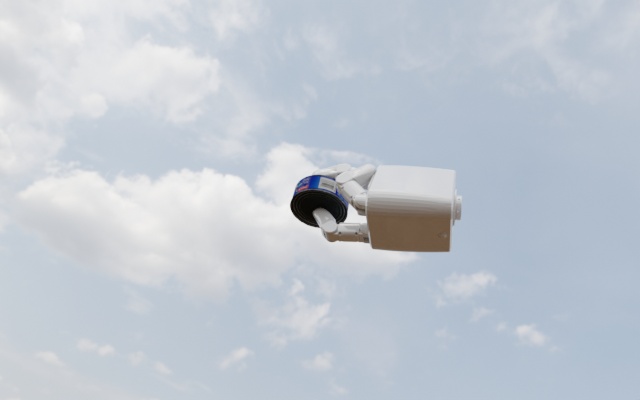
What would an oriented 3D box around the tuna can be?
[{"bbox_3d":[0.000,0.002,0.703,0.086,0.033,0.086,8,-41,7],"label":"tuna can"}]
